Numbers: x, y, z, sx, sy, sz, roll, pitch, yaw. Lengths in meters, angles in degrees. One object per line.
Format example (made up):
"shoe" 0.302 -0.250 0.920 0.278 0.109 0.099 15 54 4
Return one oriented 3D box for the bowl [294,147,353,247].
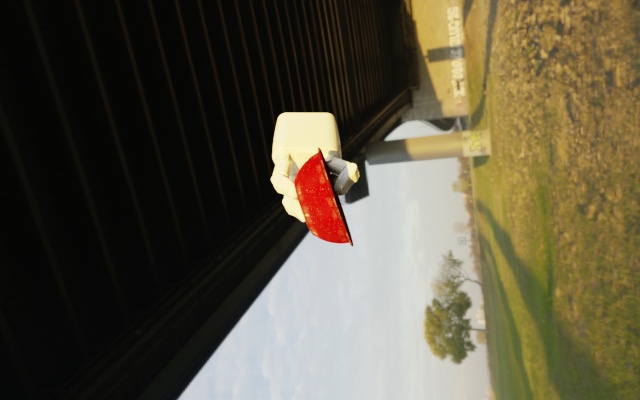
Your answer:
"bowl" 0.000 0.003 0.736 0.055 0.162 0.162 -19 -1 4
